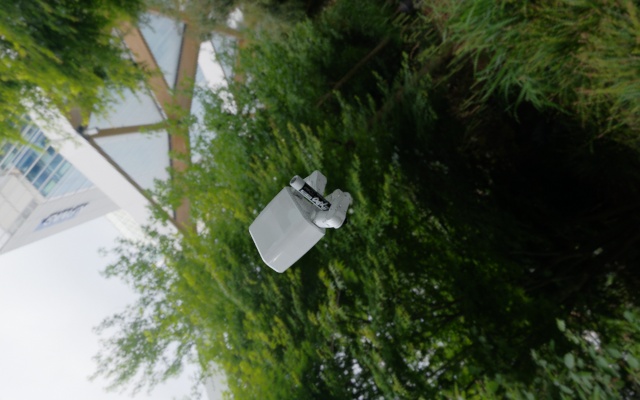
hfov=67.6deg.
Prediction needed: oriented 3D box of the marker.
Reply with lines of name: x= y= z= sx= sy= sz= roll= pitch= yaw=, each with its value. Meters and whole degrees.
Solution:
marker: x=0.000 y=0.002 z=0.770 sx=0.121 sy=0.020 sz=0.020 roll=40 pitch=-20 yaw=-26
